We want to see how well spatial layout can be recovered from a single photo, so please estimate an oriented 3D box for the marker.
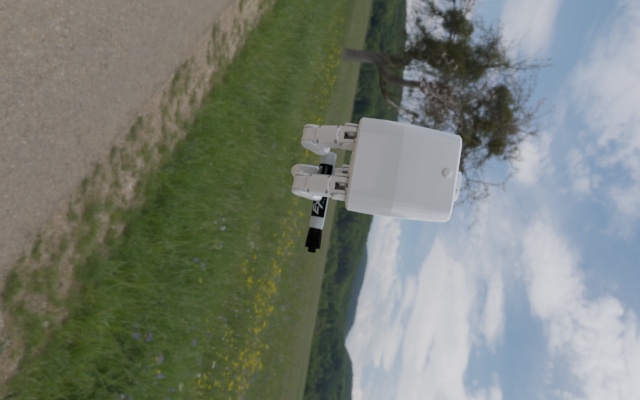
[{"bbox_3d":[0.000,0.002,0.567,0.020,0.121,0.020,10,-8,1],"label":"marker"}]
